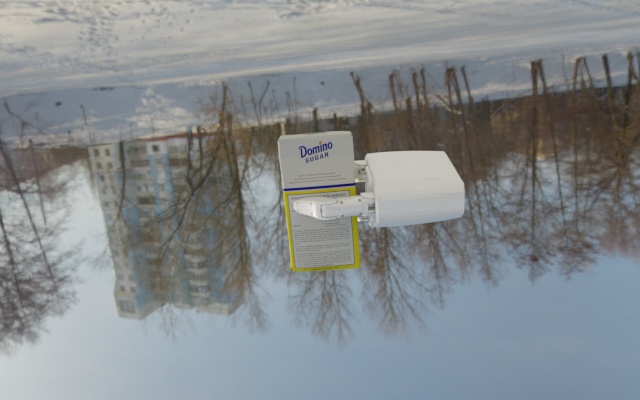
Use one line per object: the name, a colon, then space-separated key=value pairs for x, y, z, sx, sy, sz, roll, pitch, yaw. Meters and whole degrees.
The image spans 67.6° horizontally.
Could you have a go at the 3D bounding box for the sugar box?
sugar box: x=0.000 y=0.002 z=0.616 sx=0.093 sy=0.176 sz=0.048 roll=-4 pitch=13 yaw=1
